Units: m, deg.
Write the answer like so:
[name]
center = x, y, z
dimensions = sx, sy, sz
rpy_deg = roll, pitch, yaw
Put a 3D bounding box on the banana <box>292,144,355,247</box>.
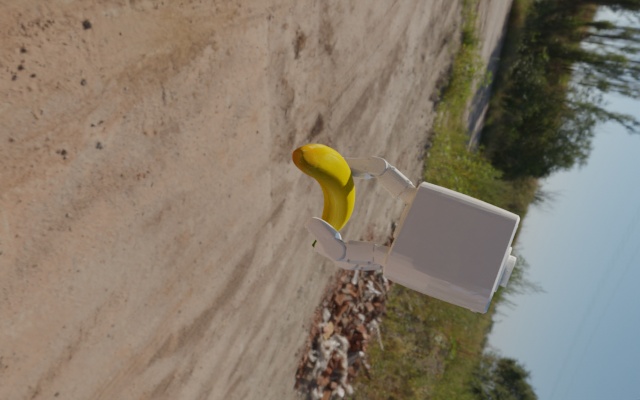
[banana]
center = 0.010, -0.011, 0.531
dimensions = 0.037, 0.069, 0.198
rpy_deg = 24, -26, 21
